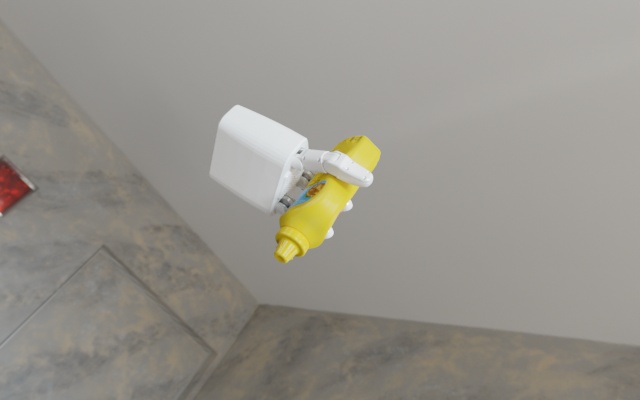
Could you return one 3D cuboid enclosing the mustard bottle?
[{"bbox_3d":[0.000,0.002,0.599,0.096,0.058,0.191,-30,19,54],"label":"mustard bottle"}]
